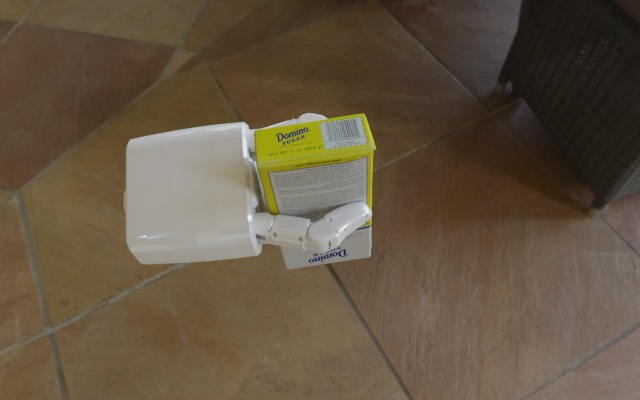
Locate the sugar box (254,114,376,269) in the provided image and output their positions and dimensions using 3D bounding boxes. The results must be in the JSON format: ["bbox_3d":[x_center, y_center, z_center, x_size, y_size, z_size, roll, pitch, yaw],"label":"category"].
[{"bbox_3d":[0.000,0.001,0.442,0.093,0.048,0.176,-8,-32,-2],"label":"sugar box"}]
